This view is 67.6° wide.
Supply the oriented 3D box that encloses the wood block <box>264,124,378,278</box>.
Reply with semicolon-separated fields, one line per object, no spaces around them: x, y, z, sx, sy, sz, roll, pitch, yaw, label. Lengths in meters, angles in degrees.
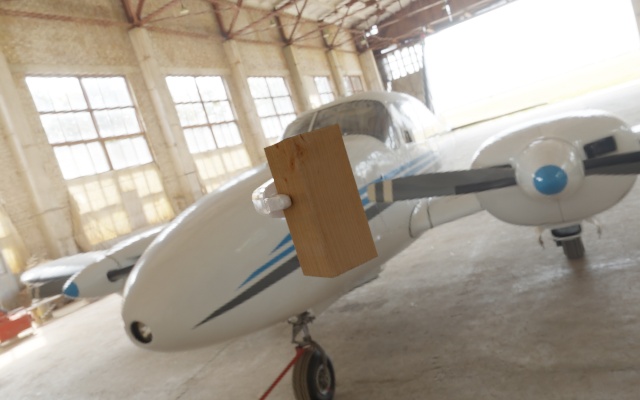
0.000;0.002;0.717;0.091;0.206;0.090;-21;6;-32;wood block
